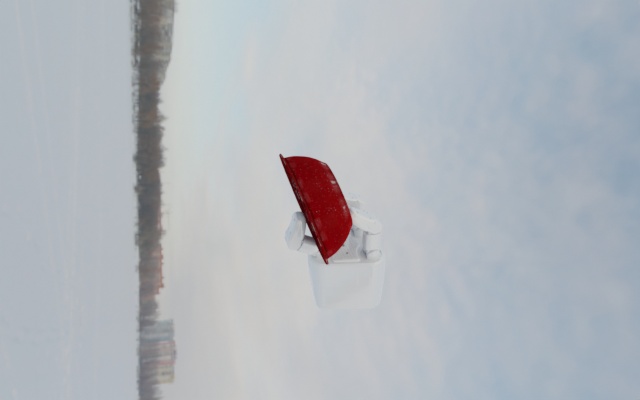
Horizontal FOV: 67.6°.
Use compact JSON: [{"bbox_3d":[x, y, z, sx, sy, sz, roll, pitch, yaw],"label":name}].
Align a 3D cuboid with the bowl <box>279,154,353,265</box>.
[{"bbox_3d":[0.000,0.001,0.640,0.055,0.162,0.162,-24,2,-4],"label":"bowl"}]
